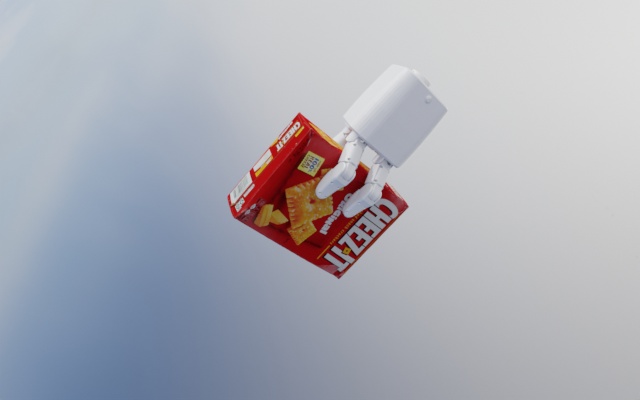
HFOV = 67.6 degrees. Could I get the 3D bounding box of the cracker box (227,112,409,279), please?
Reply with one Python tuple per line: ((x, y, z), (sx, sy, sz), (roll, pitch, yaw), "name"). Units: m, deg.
((0.000, 0.002, 0.698), (0.214, 0.164, 0.072), (35, 15, -32), "cracker box")
